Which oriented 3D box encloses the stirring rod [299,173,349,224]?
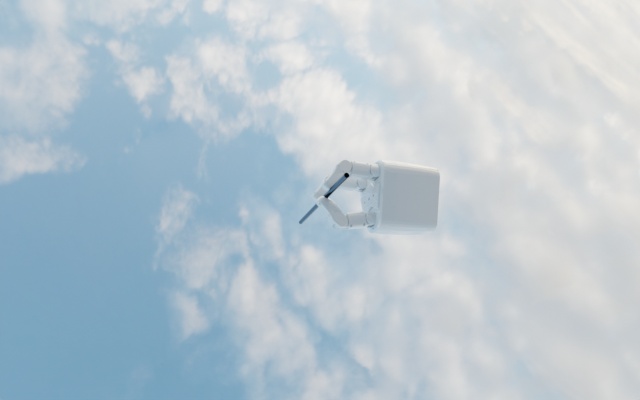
[{"bbox_3d":[0.000,0.003,0.766,0.011,0.011,0.239,0,-18,-18],"label":"stirring rod"}]
